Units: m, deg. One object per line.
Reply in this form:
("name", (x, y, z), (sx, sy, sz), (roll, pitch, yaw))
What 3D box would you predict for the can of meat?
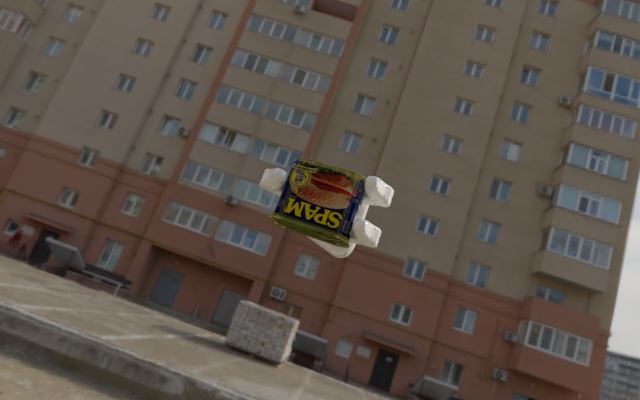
("can of meat", (0.000, 0.002, 0.592), (0.102, 0.084, 0.057), (18, -14, 10))
